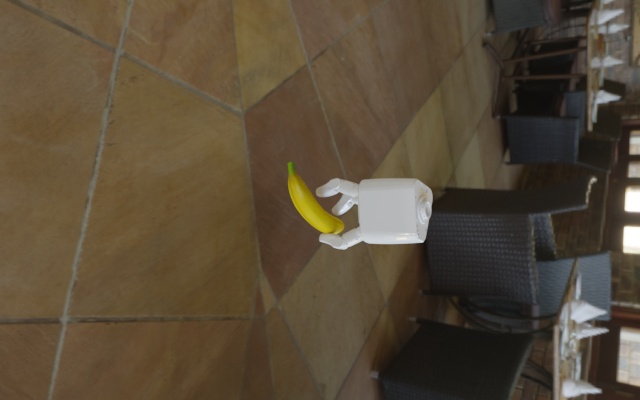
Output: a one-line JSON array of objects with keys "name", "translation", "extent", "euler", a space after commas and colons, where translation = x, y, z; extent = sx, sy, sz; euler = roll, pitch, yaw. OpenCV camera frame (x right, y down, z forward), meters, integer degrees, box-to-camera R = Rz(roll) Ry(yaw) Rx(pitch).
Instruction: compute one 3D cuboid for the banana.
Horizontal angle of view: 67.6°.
[{"name": "banana", "translation": [-0.007, 0.015, 0.884], "extent": [0.037, 0.069, 0.198], "euler": [-6, -42, 33]}]
